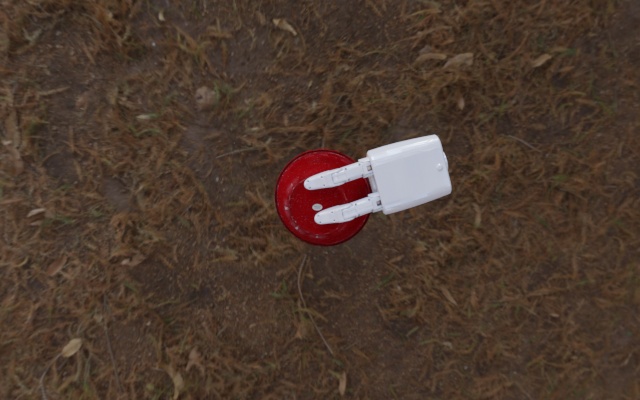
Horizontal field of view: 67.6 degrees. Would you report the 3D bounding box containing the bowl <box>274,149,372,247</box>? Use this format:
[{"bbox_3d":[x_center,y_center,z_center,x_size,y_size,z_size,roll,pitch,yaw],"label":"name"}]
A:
[{"bbox_3d":[-0.001,0.003,0.749,0.162,0.162,0.055,0,12,9],"label":"bowl"}]
